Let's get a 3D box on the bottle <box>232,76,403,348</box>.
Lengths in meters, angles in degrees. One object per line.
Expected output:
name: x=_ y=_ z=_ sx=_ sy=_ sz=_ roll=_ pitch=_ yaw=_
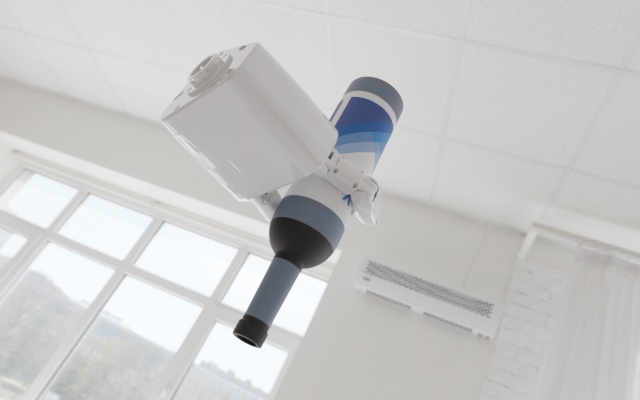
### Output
bottle: x=0.000 y=0.001 z=0.462 sx=0.069 sy=0.295 sz=0.069 roll=21 pitch=-29 yaw=13
